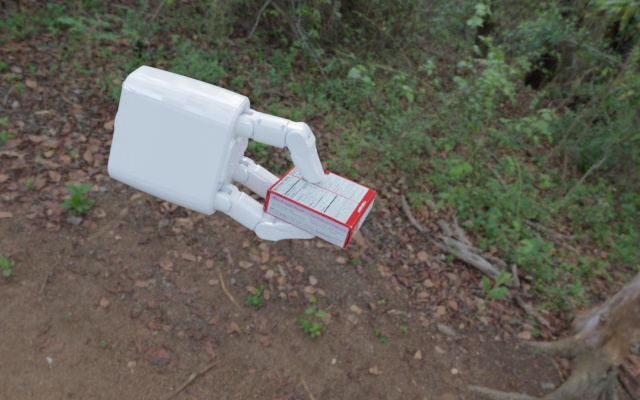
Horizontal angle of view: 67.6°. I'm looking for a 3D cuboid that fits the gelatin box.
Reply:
[{"bbox_3d":[0.000,0.001,0.464,0.089,0.030,0.073,23,35,12],"label":"gelatin box"}]
